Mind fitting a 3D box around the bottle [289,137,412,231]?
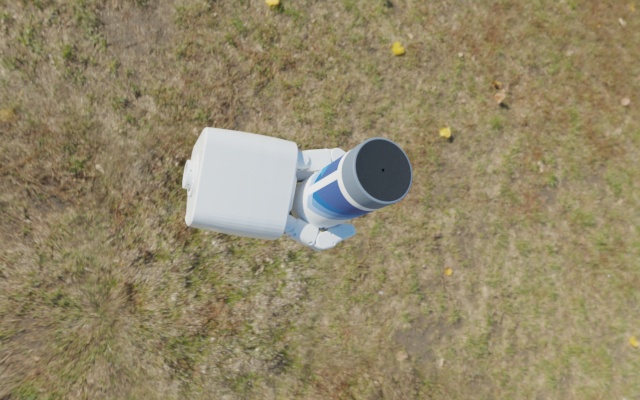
[{"bbox_3d":[0.000,0.002,0.585,0.069,0.069,0.296,0,-12,-25],"label":"bottle"}]
